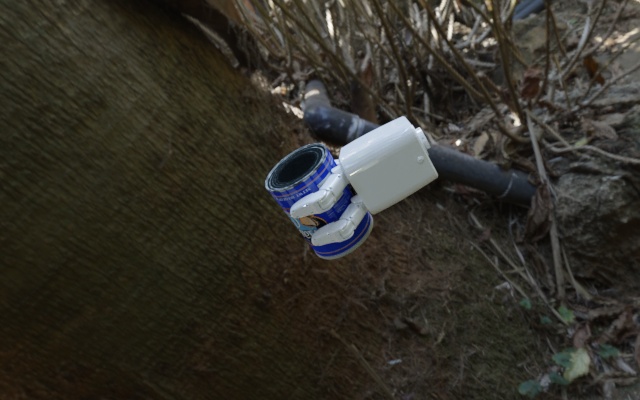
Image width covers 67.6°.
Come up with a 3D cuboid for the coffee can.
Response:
[{"bbox_3d":[0.000,0.002,0.700,0.103,0.140,0.102,-26,29,16],"label":"coffee can"}]
